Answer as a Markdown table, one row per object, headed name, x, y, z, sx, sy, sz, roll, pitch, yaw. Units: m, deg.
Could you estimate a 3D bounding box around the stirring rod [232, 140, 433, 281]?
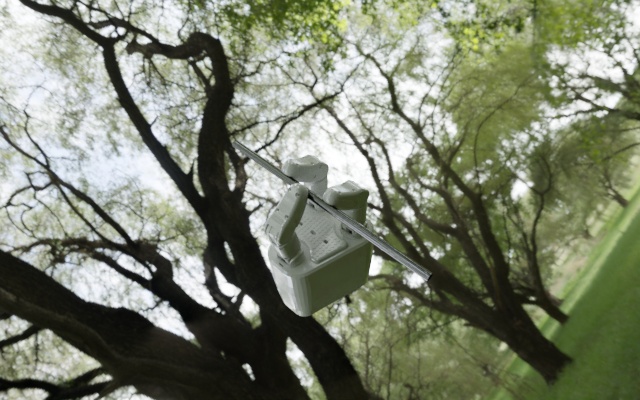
| name | x | y | z | sx | sy | sz | roll | pitch | yaw |
| --- | --- | --- | --- | --- | --- | --- | --- | --- | --- |
| stirring rod | 0.000 | 0.002 | 0.440 | 0.239 | 0.011 | 0.011 | 34 | 17 | 27 |
